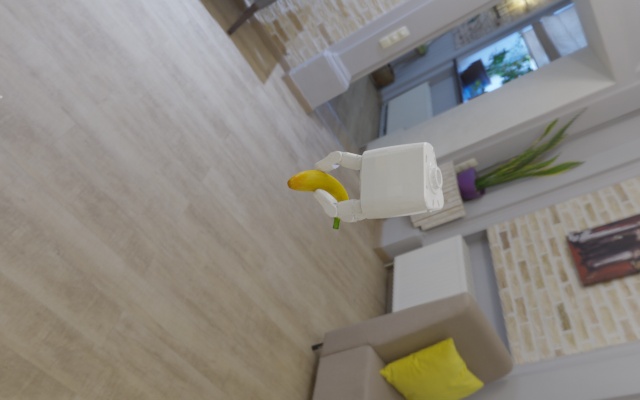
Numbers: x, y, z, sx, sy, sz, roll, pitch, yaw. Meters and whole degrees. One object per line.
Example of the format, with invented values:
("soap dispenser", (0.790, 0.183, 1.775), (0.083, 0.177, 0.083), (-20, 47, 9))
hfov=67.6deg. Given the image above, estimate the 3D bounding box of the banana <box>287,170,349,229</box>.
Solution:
("banana", (0.008, -0.013, 0.847), (0.037, 0.069, 0.198), (9, -20, 33))
